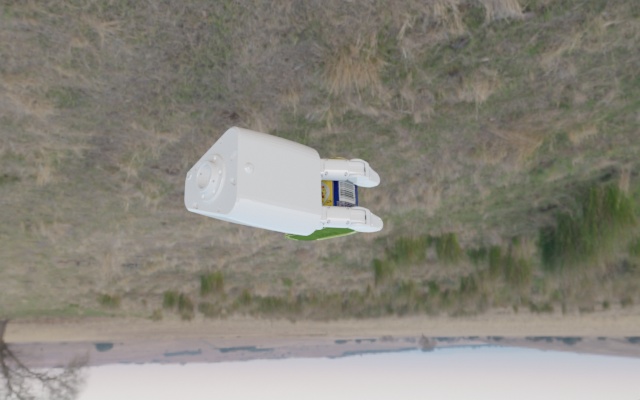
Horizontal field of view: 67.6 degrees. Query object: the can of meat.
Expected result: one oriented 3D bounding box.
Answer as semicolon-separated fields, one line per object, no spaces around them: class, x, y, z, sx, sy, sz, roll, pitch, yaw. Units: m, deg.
can of meat;0.000;0.002;0.592;0.102;0.084;0.057;-15;-21;40
